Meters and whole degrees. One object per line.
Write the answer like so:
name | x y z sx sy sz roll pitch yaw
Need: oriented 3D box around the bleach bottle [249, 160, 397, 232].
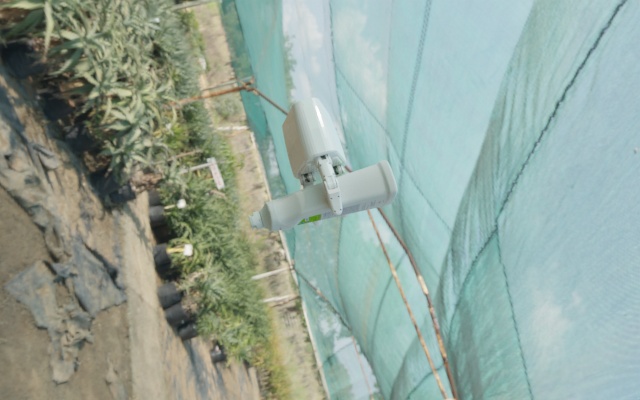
bleach bottle | 0.000 0.003 0.826 0.251 0.068 0.103 -15 -16 -6
